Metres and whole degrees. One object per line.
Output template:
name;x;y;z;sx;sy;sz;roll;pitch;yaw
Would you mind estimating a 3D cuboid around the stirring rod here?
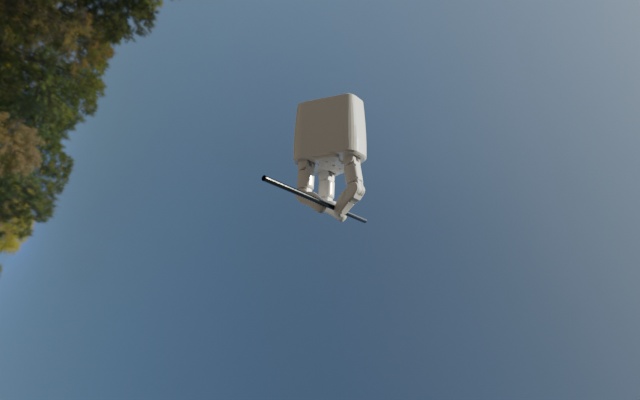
stirring rod;0.000;0.002;0.715;0.011;0.011;0.239;0;-15;40
